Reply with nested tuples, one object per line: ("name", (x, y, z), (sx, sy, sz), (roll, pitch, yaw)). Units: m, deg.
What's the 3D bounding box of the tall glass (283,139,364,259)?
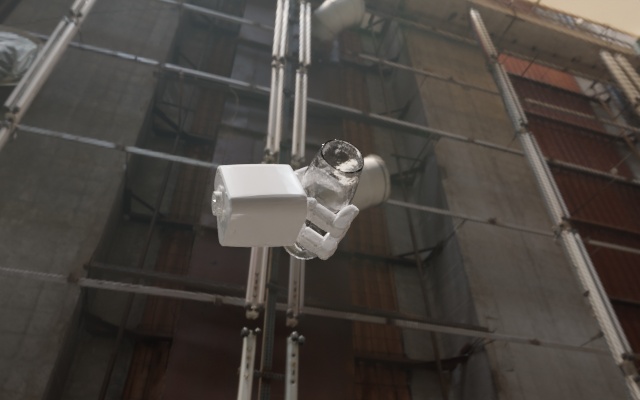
("tall glass", (0.000, 0.003, 0.705), (0.079, 0.079, 0.201), (0, -39, -23))
